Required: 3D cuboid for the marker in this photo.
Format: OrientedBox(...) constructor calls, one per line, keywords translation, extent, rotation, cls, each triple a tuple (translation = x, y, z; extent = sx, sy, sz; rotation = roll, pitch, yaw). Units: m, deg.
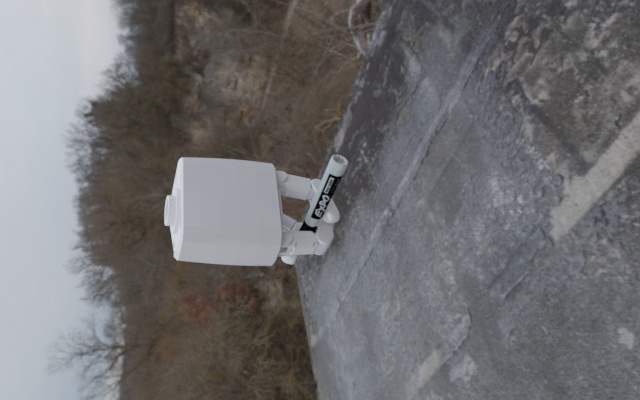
OrientedBox(translation=(0.000, 0.002, 0.528), extent=(0.020, 0.121, 0.020), rotation=(15, 38, -12), cls="marker")
